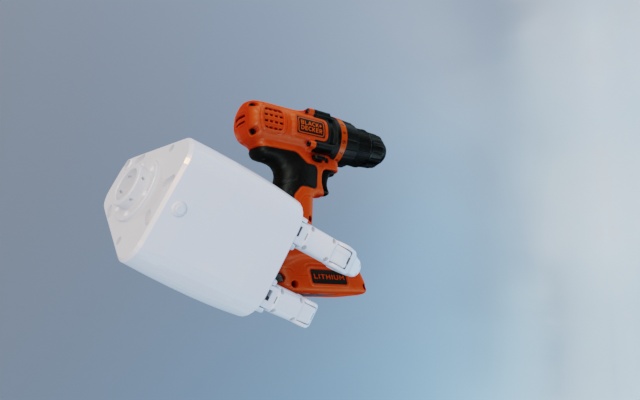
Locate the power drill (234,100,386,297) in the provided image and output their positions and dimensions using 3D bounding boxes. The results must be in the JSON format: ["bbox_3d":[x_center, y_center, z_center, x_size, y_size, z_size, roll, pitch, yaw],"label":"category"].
[{"bbox_3d":[0.000,0.002,0.481,0.184,0.187,0.057,7,-19,-35],"label":"power drill"}]
